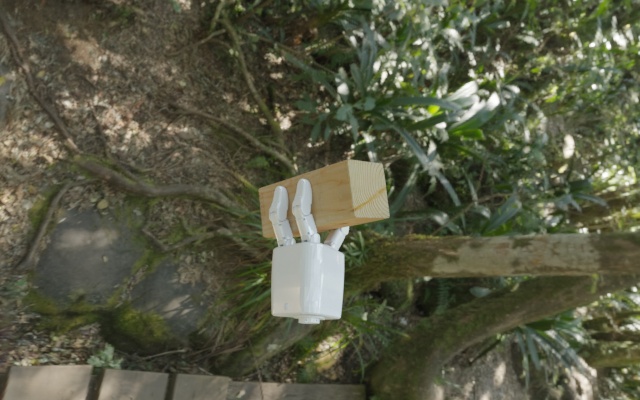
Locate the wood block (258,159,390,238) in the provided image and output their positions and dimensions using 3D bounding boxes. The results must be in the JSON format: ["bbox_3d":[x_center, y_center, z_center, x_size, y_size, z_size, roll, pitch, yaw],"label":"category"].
[{"bbox_3d":[0.000,0.003,0.790,0.206,0.090,0.091,-15,-12,42],"label":"wood block"}]
